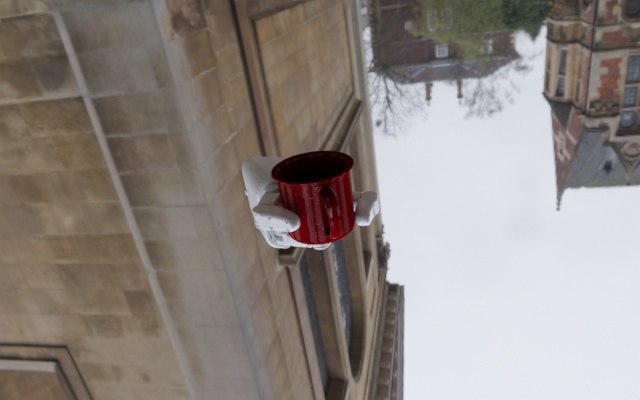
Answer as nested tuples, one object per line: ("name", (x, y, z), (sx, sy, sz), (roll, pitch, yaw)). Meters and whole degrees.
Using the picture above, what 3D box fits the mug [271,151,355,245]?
("mug", (0.001, 0.002, 0.536), (0.093, 0.081, 0.117), (-16, 27, -14))
